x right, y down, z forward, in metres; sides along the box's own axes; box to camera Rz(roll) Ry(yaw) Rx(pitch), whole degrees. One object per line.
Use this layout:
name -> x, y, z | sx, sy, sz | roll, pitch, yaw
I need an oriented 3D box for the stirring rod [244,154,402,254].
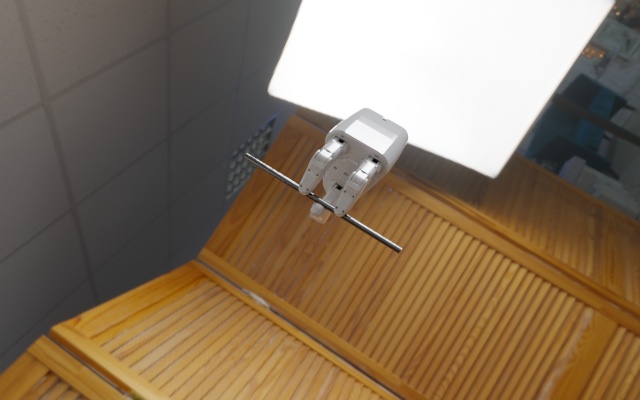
stirring rod -> 0.000, 0.002, 0.624 | 0.239, 0.011, 0.011 | 32, 6, 9
